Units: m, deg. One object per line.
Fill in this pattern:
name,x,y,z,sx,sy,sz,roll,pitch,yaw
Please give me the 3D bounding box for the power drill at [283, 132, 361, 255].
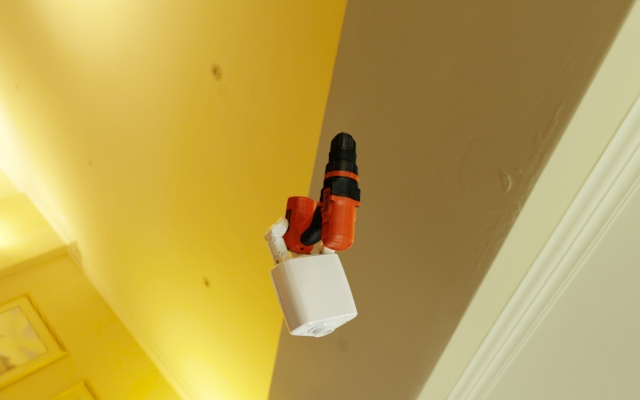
power drill,0.000,0.003,0.765,0.057,0.184,0.188,14,-23,-20
